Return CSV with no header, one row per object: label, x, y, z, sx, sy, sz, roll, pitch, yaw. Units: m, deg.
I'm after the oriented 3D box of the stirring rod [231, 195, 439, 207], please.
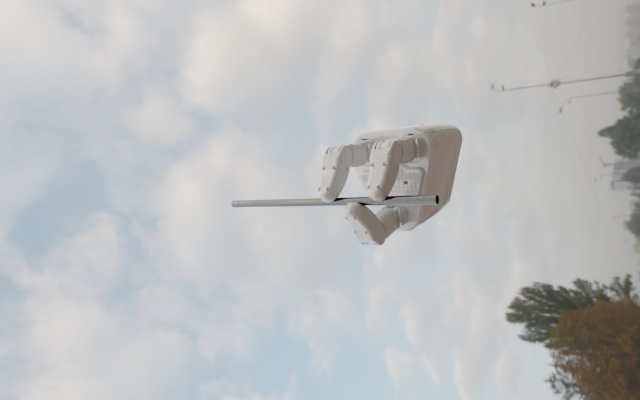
stirring rod,0.000,0.002,0.470,0.239,0.011,0.011,-1,-1,35
